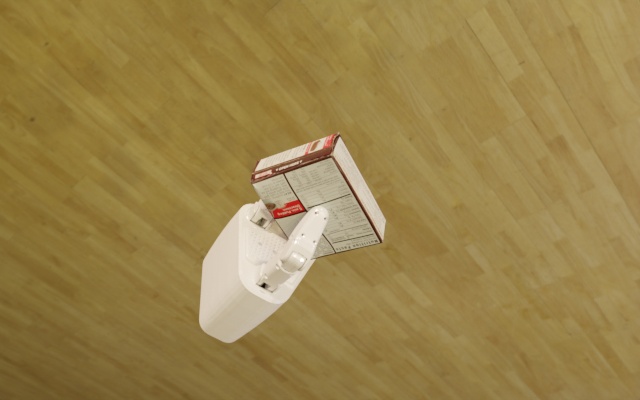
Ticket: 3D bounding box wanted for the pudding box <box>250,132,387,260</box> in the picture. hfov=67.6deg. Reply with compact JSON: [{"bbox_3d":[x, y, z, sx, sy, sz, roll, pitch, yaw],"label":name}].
[{"bbox_3d":[0.000,0.002,0.453,0.090,0.113,0.039,-17,35,24],"label":"pudding box"}]
